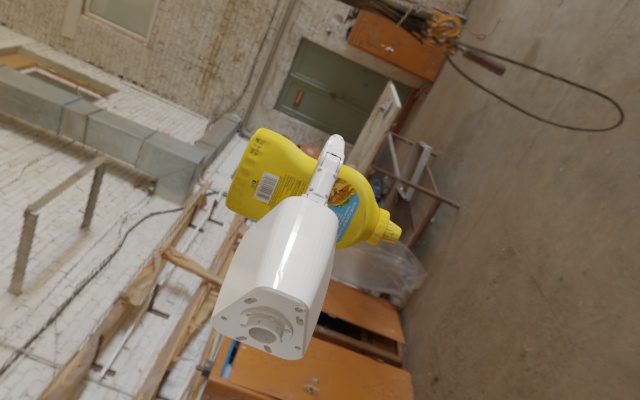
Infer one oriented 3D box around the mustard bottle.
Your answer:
[{"bbox_3d":[0.000,0.001,0.525,0.191,0.096,0.058,24,21,-6],"label":"mustard bottle"}]
